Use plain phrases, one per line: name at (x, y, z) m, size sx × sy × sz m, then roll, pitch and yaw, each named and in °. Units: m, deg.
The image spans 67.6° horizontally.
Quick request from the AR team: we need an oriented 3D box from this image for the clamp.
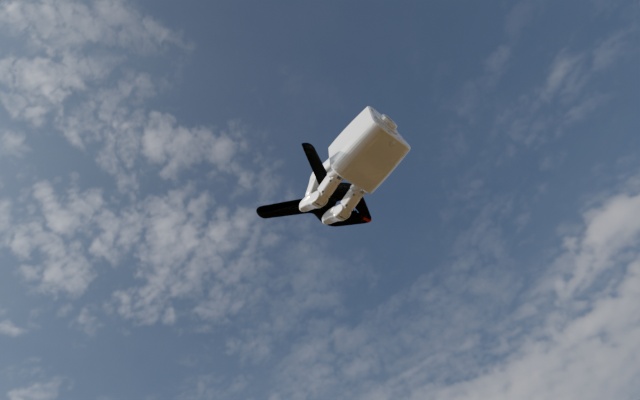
clamp at (0.001, 0.002, 0.864) m, size 0.210 × 0.164 × 0.036 m, roll 29°, pitch 27°, yaw -32°
